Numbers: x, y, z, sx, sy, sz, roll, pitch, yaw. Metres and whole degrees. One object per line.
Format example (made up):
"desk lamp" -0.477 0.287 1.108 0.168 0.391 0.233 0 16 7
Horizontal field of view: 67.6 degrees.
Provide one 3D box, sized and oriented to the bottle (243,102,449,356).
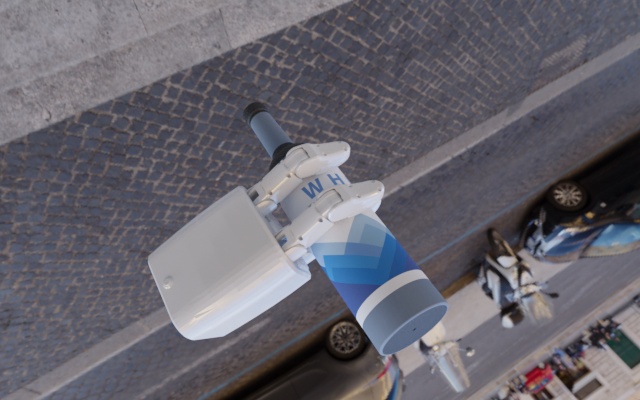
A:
"bottle" 0.000 0.002 0.451 0.069 0.069 0.295 0 43 -43
